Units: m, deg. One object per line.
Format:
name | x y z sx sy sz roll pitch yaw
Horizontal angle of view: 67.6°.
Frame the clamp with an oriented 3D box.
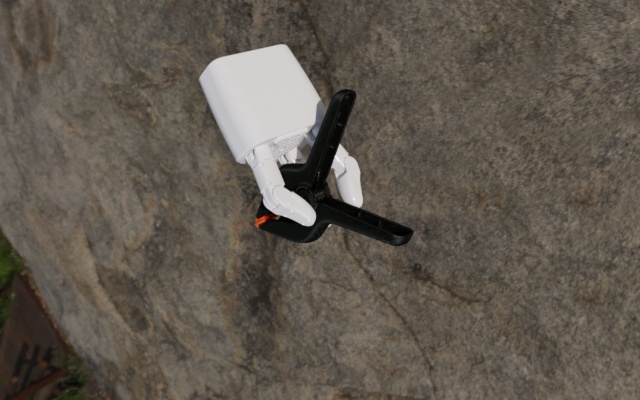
clamp | -0.001 0.002 0.529 0.036 0.164 0.210 -17 -13 -46
